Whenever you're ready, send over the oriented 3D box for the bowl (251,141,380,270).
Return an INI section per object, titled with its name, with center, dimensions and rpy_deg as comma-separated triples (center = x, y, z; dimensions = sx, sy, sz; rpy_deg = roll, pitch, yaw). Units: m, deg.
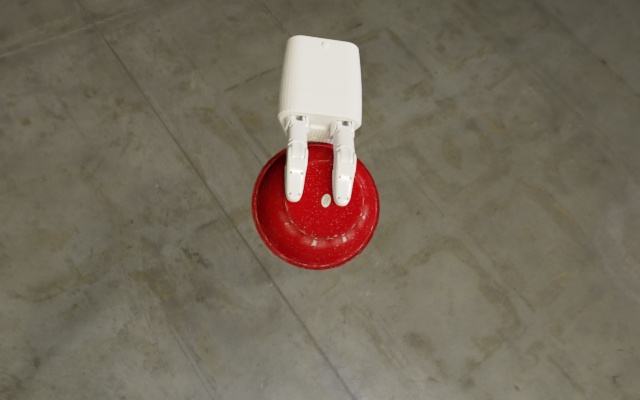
[bowl]
center = 0.000, 0.003, 0.567
dimensions = 0.162, 0.162, 0.055
rpy_deg = 0, -7, -10
